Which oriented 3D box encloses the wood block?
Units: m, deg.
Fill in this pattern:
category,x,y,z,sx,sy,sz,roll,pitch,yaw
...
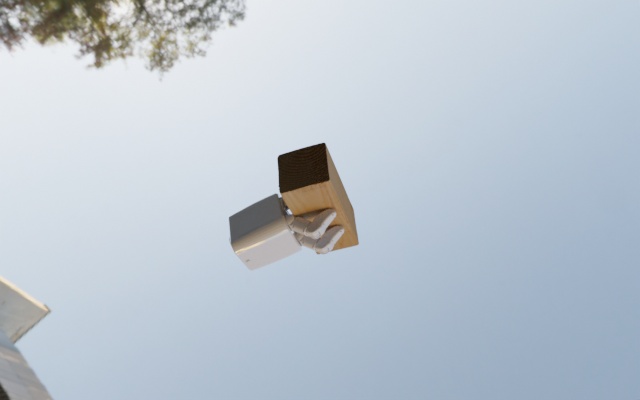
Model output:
category,x,y,z,sx,sy,sz,roll,pitch,yaw
wood block,0.000,0.003,0.877,0.090,0.090,0.206,-15,-38,10
